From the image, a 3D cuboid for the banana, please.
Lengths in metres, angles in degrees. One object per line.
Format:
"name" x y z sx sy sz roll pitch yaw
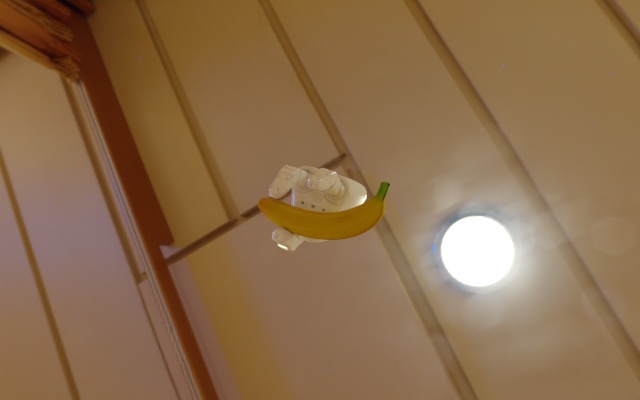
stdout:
"banana" 0.005 0.020 0.649 0.198 0.069 0.037 -7 -1 24
